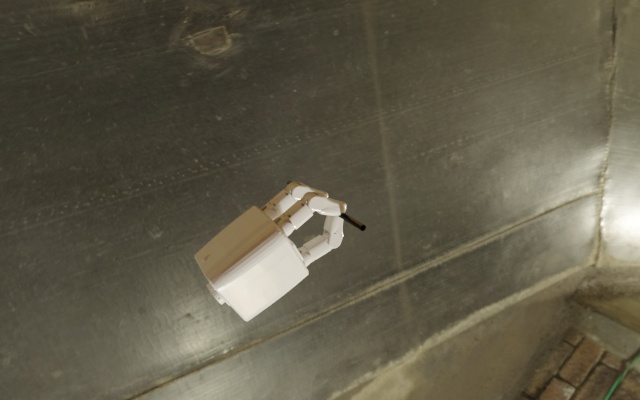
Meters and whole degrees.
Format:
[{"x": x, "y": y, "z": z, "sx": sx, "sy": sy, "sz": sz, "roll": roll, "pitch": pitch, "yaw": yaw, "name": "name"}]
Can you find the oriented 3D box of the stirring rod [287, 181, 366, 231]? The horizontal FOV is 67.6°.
[{"x": 0.000, "y": 0.002, "z": 0.684, "sx": 0.011, "sy": 0.011, "sz": 0.239, "roll": 0, "pitch": 15, "yaw": -26, "name": "stirring rod"}]
